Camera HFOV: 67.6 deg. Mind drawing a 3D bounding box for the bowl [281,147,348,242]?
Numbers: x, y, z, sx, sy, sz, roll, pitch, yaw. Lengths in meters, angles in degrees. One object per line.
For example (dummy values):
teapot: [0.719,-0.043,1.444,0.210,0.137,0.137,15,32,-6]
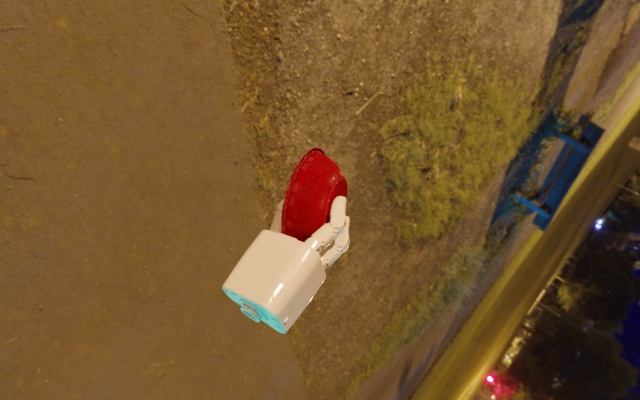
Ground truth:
bowl: [0.001,0.001,0.739,0.055,0.162,0.162,15,5,19]
